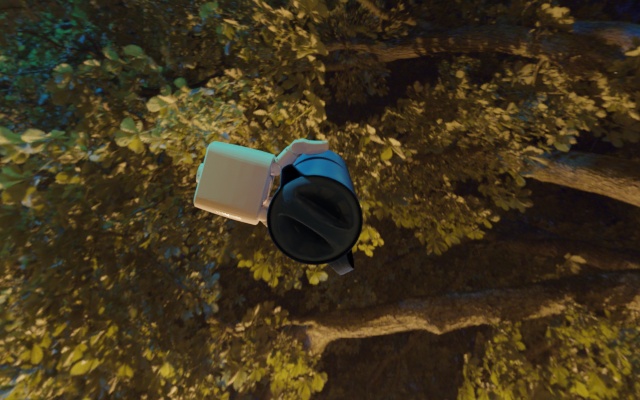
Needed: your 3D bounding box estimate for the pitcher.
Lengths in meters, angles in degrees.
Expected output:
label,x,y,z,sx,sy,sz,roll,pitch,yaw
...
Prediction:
label,x,y,z,sx,sy,sz,roll,pitch,yaw
pitcher,0.000,0.002,0.766,0.145,0.149,0.242,15,18,-3
